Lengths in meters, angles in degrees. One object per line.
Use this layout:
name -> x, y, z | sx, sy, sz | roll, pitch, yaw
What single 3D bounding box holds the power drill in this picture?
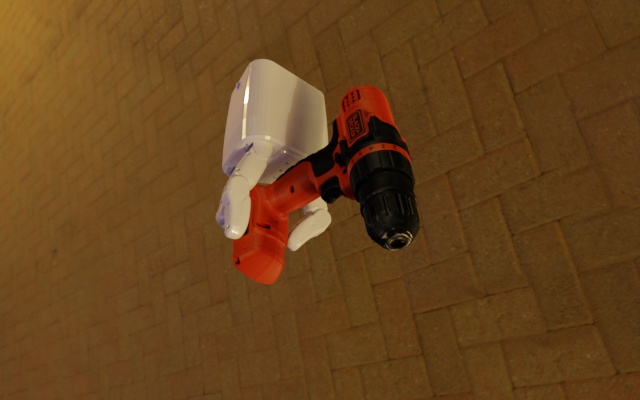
power drill -> 0.000, 0.001, 0.434 | 0.188, 0.184, 0.057 | -35, -53, 26
